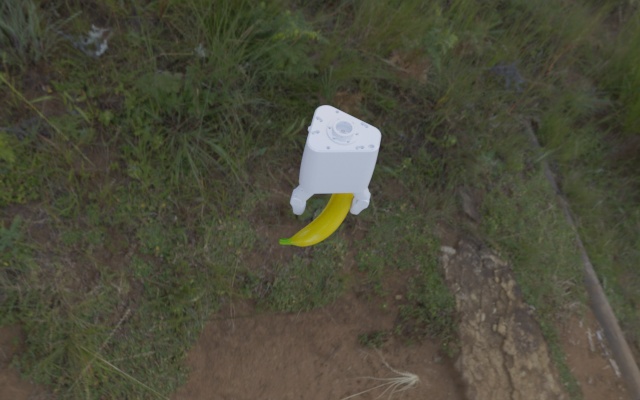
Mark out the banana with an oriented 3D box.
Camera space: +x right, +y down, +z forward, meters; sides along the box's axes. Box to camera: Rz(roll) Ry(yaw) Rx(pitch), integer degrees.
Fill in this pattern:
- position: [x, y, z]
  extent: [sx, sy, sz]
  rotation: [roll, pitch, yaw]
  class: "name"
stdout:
- position: [0.013, 0.014, 0.828]
  extent: [0.069, 0.197, 0.037]
  rotation: [32, -29, 18]
  class: "banana"
